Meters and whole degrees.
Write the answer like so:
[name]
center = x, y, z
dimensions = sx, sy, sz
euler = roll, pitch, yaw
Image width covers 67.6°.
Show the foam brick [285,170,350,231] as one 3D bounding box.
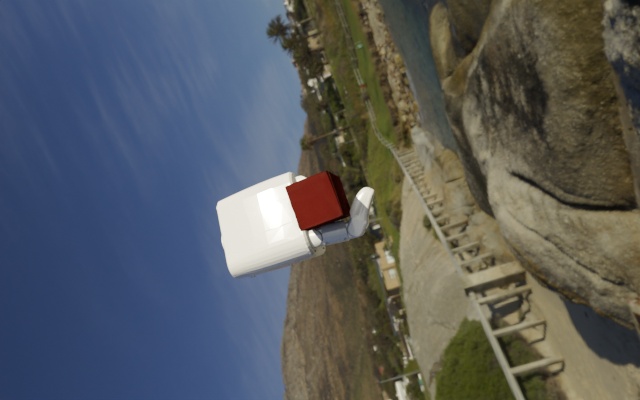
[foam brick]
center = 0.000, 0.002, 0.540
dimensions = 0.051, 0.053, 0.078
euler = -20, -6, 10
